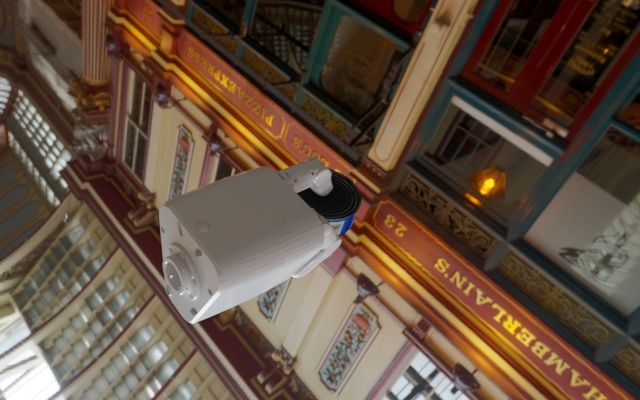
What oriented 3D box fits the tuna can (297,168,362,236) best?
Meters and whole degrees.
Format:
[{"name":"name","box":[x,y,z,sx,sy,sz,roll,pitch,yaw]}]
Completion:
[{"name":"tuna can","box":[0.000,0.002,0.532,0.086,0.034,0.086,10,41,-9]}]
